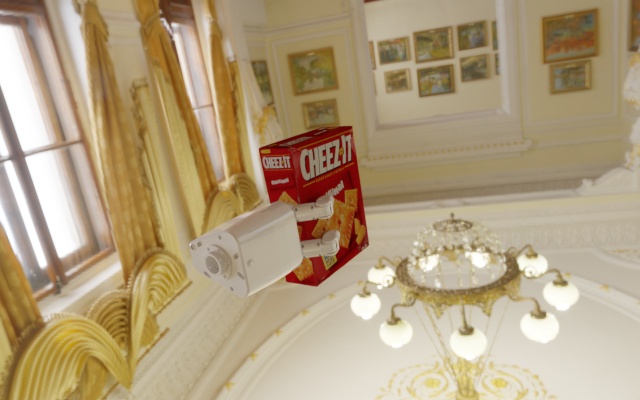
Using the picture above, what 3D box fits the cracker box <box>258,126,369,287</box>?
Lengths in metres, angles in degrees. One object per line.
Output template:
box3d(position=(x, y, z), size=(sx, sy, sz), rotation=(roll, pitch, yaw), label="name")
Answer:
box3d(position=(0.000, 0.003, 0.751), size=(0.072, 0.214, 0.164), rotation=(2, 19, 36), label="cracker box")
